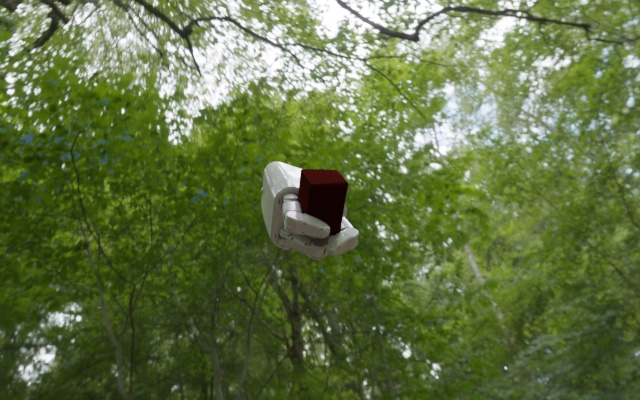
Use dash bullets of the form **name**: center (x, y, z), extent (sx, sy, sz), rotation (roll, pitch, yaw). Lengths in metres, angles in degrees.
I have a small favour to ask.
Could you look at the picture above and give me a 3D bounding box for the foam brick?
- **foam brick**: center (0.000, 0.002, 0.635), extent (0.053, 0.078, 0.051), rotation (0, 27, -17)
